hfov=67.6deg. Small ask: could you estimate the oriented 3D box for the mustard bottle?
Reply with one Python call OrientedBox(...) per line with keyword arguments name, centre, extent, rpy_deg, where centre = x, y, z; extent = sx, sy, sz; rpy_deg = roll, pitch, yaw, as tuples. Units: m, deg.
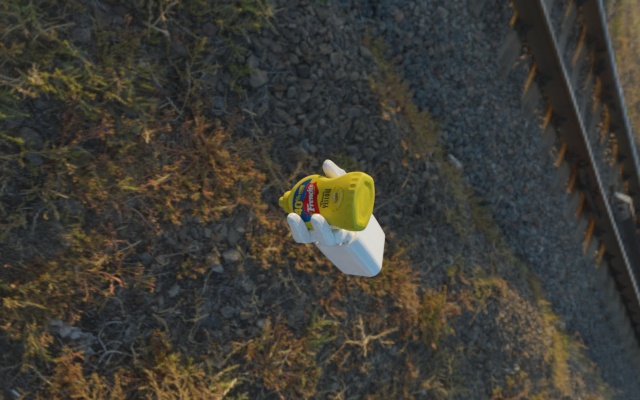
OrientedBox(name="mustard bottle", centre=(0.000, 0.003, 0.834), extent=(0.191, 0.096, 0.058), rpy_deg=(0, -14, 41))
